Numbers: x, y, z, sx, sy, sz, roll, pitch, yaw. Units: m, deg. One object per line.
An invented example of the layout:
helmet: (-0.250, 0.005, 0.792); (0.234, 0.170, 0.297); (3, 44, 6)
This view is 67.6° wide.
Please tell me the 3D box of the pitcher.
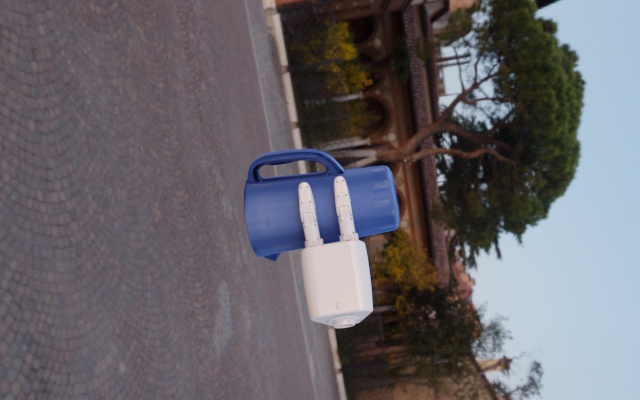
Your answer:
pitcher: (0.000, 0.003, 0.785); (0.243, 0.145, 0.149); (-9, -25, 4)
